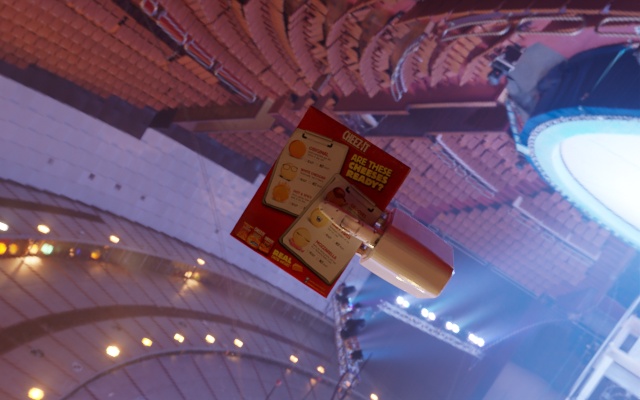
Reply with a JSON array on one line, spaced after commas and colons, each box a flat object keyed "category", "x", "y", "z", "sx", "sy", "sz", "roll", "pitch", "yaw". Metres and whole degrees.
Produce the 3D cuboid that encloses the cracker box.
[{"category": "cracker box", "x": 0.000, "y": 0.002, "z": 0.679, "sx": 0.164, "sy": 0.214, "sz": 0.072, "roll": 33, "pitch": 5, "yaw": 3}]
